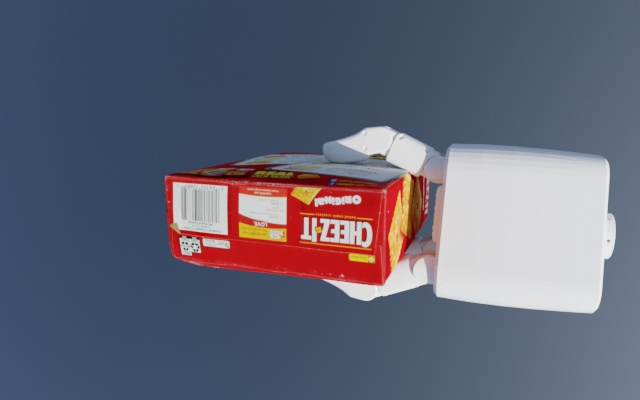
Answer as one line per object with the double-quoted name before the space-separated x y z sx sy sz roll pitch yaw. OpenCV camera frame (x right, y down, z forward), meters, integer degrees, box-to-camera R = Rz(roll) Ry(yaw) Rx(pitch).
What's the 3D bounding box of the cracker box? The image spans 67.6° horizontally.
"cracker box" 0.000 0.001 0.414 0.164 0.072 0.213 4 11 19
